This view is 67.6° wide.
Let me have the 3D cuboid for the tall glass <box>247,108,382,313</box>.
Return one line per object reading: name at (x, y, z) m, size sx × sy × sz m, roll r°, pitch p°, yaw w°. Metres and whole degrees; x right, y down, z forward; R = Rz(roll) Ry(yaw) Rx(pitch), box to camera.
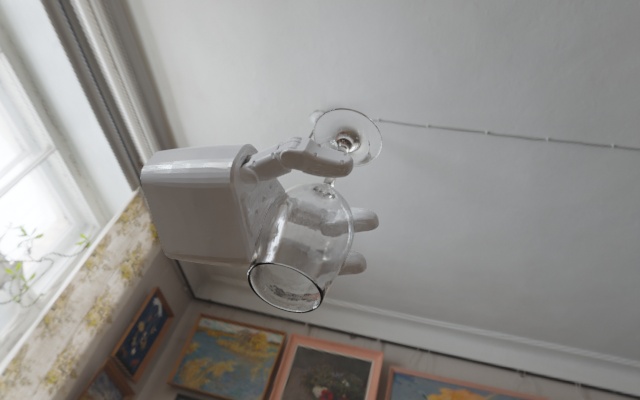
tall glass at (0.000, 0.001, 0.434) m, size 0.079 × 0.079 × 0.201 m, roll 0°, pitch 42°, yaw 22°
